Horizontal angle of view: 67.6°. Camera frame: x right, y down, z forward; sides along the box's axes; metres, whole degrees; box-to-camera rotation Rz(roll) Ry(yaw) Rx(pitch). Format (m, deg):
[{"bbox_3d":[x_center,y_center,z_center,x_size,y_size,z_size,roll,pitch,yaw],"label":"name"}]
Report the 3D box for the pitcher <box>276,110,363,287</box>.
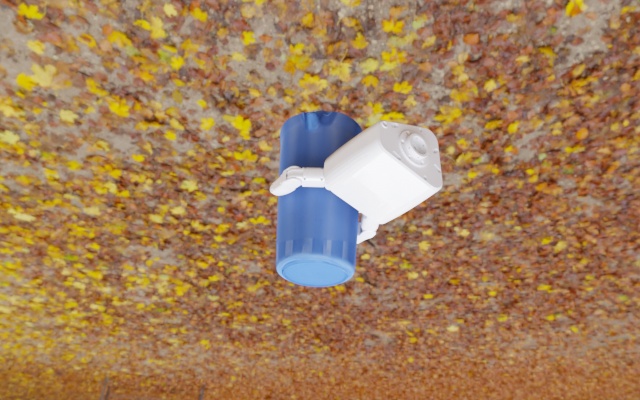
[{"bbox_3d":[0.000,0.002,0.712,0.149,0.242,0.145,22,-35,-29],"label":"pitcher"}]
